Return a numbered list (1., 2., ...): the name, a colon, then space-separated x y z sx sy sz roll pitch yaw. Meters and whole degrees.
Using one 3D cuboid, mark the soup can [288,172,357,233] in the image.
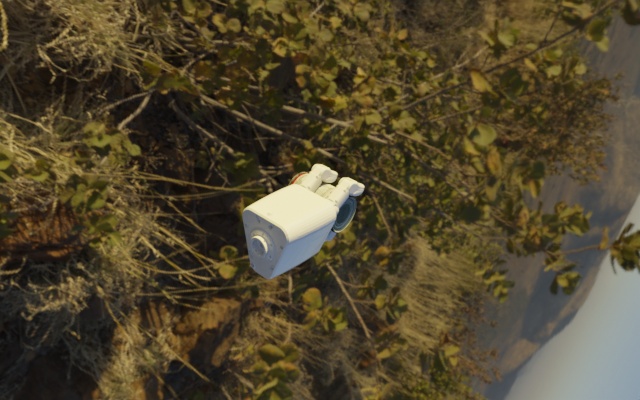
1. soup can: 0.001 0.003 0.793 0.102 0.068 0.068 28 14 30
